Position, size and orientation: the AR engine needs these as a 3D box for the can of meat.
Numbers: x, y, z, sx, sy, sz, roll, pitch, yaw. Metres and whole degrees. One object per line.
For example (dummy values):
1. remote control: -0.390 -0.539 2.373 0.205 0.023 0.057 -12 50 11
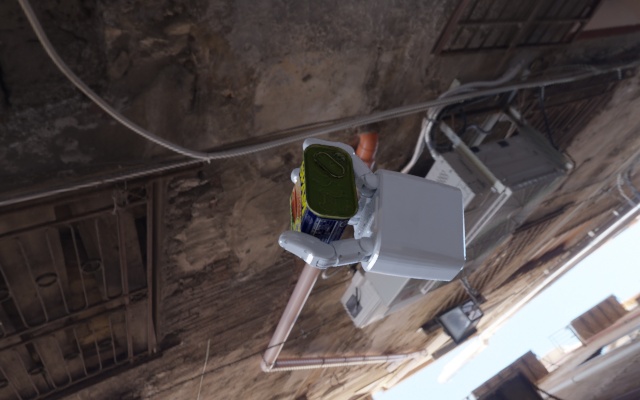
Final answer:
1. can of meat: 0.000 0.002 0.542 0.057 0.102 0.084 7 -40 -14
